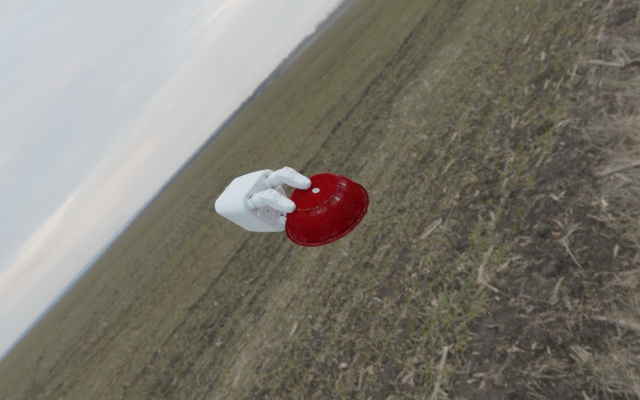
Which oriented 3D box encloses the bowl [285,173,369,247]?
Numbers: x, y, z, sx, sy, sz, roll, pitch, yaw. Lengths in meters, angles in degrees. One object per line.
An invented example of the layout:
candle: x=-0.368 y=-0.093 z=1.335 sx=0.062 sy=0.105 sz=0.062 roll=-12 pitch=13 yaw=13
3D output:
bowl: x=0.001 y=0.002 z=0.830 sx=0.162 sy=0.055 sz=0.162 roll=-18 pitch=38 yaw=14
